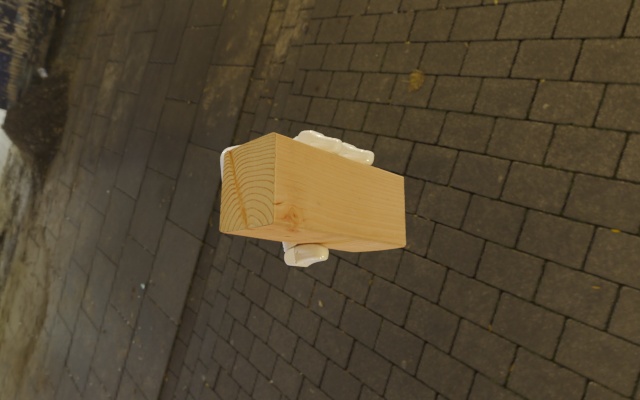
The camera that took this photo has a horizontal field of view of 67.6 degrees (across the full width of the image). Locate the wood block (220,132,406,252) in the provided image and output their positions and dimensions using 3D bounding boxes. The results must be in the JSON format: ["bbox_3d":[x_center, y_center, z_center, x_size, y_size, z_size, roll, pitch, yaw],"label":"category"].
[{"bbox_3d":[0.000,0.002,0.541,0.206,0.090,0.090,13,-17,-43],"label":"wood block"}]
